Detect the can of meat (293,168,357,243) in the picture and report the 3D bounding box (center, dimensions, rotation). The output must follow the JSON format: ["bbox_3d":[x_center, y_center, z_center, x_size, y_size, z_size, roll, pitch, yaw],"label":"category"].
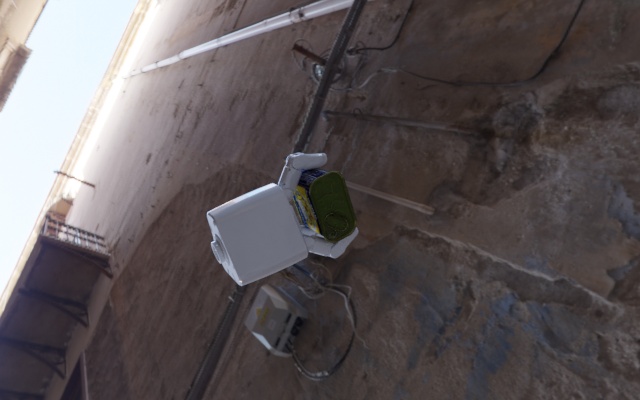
[{"bbox_3d":[0.000,0.002,0.708,0.057,0.102,0.084,-27,23,-21],"label":"can of meat"}]
